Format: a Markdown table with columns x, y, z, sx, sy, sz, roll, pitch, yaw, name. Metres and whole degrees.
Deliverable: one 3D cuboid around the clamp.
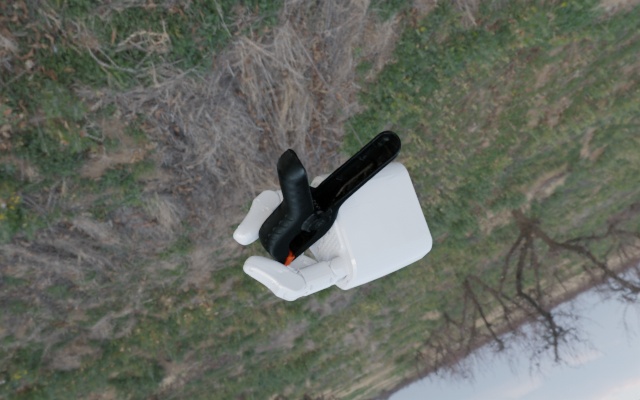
| x | y | z | sx | sy | sz | roll | pitch | yaw | name |
| --- | --- | --- | --- | --- | --- | --- | --- | --- | --- |
| 0.000 | 0.002 | 0.423 | 0.120 | 0.039 | 0.172 | -14 | -26 | -28 | clamp |
